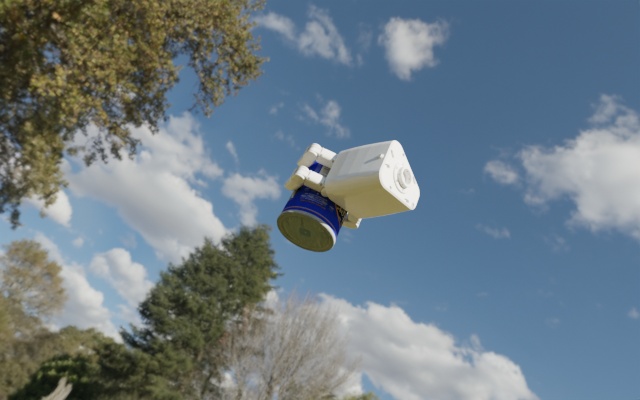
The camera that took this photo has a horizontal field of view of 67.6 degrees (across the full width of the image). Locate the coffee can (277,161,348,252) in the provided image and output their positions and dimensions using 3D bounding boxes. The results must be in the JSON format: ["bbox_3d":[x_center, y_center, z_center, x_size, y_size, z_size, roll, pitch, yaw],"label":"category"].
[{"bbox_3d":[0.000,0.003,0.820,0.103,0.140,0.103,17,-36,13],"label":"coffee can"}]
